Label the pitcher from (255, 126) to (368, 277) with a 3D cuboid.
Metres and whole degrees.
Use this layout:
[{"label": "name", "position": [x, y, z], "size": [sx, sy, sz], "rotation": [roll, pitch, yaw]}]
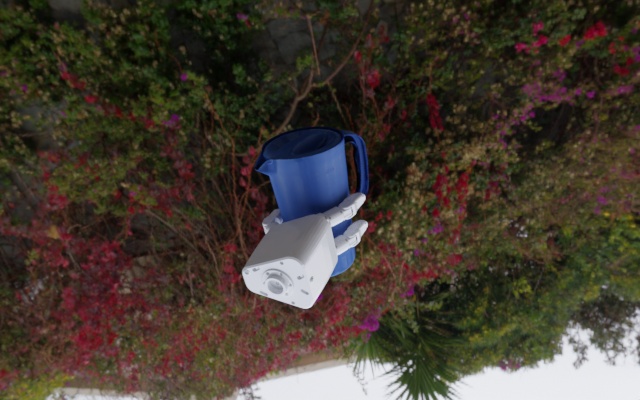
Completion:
[{"label": "pitcher", "position": [0.000, 0.003, 0.809], "size": [0.149, 0.243, 0.145], "rotation": [1, 30, 21]}]
